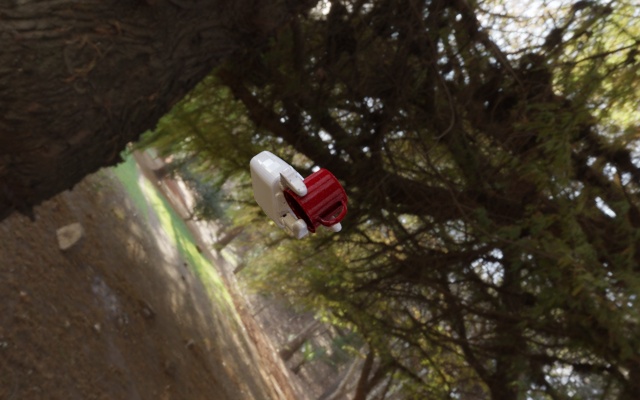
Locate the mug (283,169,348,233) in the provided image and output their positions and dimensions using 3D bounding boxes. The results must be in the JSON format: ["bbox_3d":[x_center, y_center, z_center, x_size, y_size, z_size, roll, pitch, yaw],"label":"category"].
[{"bbox_3d":[0.001,0.003,0.834,0.081,0.093,0.117,-36,44,-14],"label":"mug"}]
